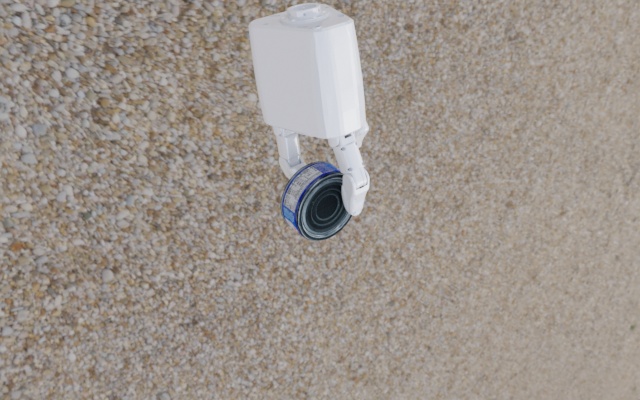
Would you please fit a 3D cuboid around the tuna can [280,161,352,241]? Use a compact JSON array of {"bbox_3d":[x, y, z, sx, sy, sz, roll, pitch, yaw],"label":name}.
[{"bbox_3d":[0.000,0.002,0.532,0.086,0.086,0.033,0,25,-41],"label":"tuna can"}]
